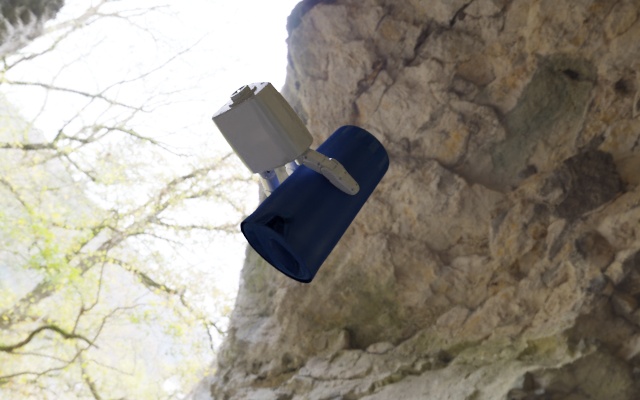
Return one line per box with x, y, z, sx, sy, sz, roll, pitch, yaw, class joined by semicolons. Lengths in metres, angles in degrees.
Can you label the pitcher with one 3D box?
0.000;0.002;0.746;0.242;0.145;0.149;-49;26;-25;pitcher
